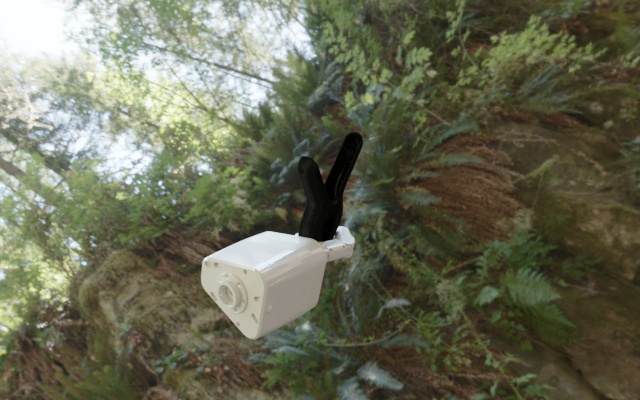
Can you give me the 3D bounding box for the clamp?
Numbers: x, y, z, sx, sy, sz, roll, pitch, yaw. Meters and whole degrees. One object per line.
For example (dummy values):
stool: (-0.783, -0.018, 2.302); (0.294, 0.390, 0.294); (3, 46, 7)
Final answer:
clamp: (0.000, 0.002, 0.597); (0.039, 0.171, 0.120); (26, 26, 32)
